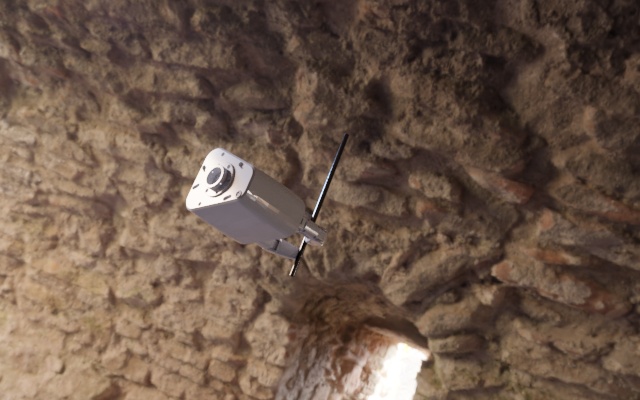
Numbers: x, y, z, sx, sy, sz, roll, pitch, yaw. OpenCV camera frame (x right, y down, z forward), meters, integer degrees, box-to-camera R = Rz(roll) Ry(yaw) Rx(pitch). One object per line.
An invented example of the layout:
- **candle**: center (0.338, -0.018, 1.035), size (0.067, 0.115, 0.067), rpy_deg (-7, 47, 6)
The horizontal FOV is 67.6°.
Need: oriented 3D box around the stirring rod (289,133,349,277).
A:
- **stirring rod**: center (0.000, 0.002, 0.728), size (0.011, 0.239, 0.011), rpy_deg (19, -17, 6)
